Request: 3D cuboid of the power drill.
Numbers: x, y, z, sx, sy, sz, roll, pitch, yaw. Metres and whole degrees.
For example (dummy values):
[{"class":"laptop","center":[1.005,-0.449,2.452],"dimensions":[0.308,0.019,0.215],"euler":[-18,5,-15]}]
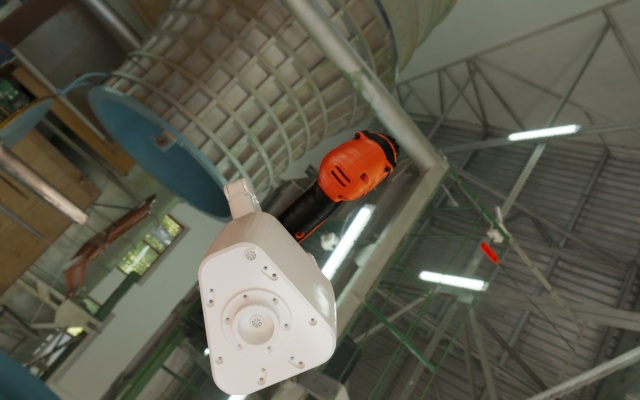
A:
[{"class":"power drill","center":[0.000,0.002,0.500],"dimensions":[0.188,0.057,0.184],"euler":[-44,-6,23]}]
